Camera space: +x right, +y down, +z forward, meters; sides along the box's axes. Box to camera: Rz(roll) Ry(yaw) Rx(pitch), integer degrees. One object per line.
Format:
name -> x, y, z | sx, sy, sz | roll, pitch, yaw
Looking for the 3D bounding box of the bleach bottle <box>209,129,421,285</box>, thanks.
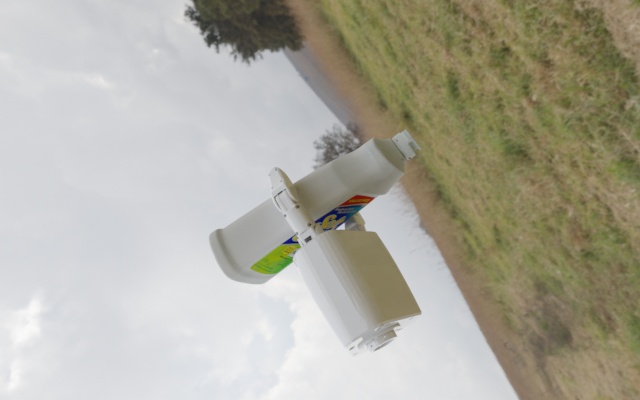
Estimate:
bleach bottle -> 0.000, 0.002, 0.546 | 0.251, 0.068, 0.102 | -36, -25, 11
